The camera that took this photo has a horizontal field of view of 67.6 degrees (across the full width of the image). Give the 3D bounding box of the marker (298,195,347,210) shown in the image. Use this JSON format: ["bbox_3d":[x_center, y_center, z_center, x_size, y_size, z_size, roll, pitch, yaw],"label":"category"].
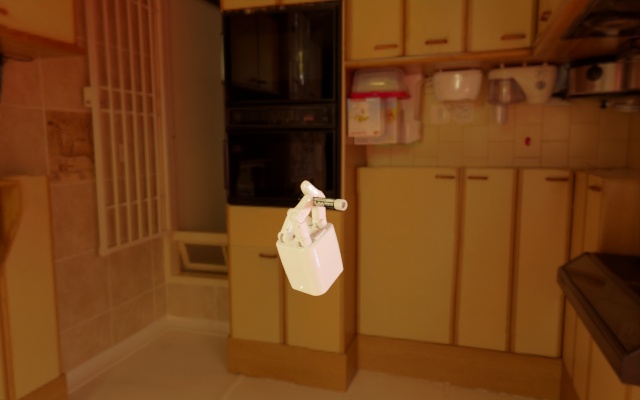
[{"bbox_3d":[0.000,0.003,0.887,0.020,0.020,0.121,0,5,-43],"label":"marker"}]
